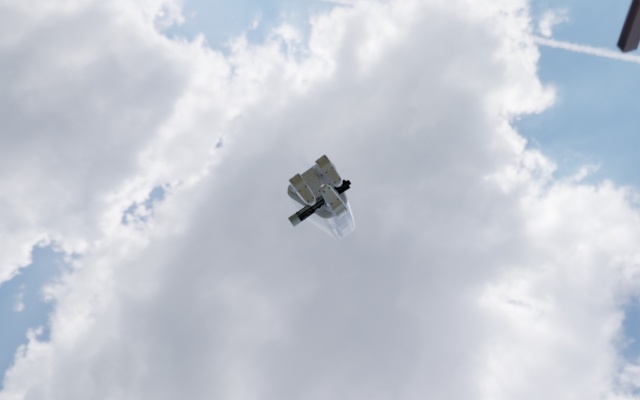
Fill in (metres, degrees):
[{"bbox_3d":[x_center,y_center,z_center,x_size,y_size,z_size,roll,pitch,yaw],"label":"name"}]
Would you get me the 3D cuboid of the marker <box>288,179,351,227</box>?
[{"bbox_3d":[0.000,0.003,0.799,0.121,0.020,0.020,-35,3,-5],"label":"marker"}]
